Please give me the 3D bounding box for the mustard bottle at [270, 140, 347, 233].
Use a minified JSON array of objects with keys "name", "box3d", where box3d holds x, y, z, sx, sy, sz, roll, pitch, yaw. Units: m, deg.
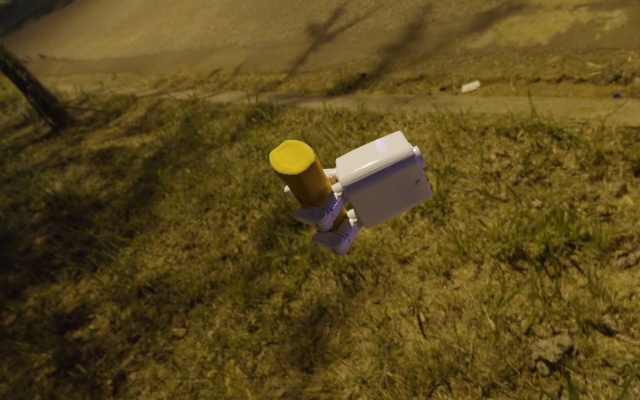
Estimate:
[{"name":"mustard bottle","box3d":[0.000,0.002,0.705,0.058,0.192,0.096,-41,38,-10]}]
